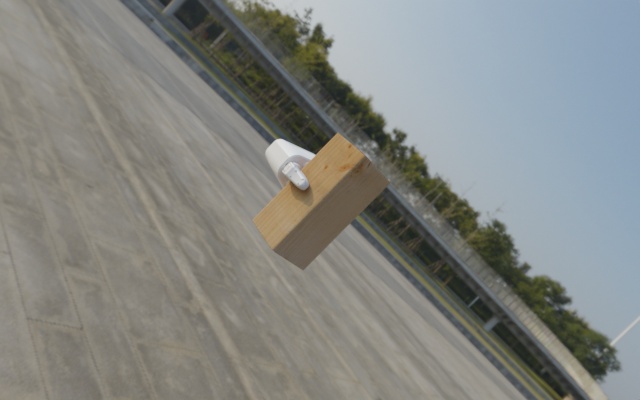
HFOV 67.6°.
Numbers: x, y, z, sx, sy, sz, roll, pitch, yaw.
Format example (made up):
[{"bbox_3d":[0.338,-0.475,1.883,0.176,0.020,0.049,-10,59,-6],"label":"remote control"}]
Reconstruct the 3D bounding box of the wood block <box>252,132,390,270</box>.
[{"bbox_3d":[0.000,0.002,0.792,0.091,0.206,0.090,40,5,-44],"label":"wood block"}]
